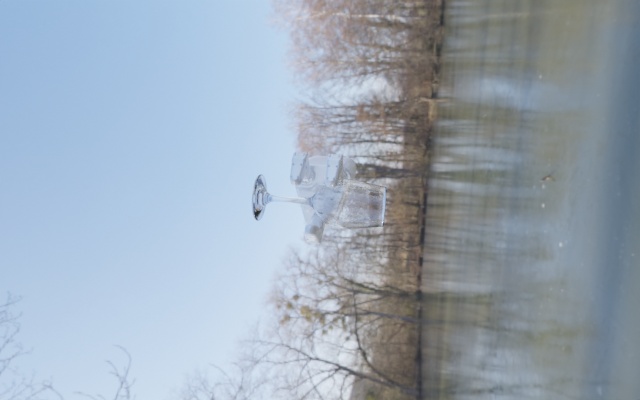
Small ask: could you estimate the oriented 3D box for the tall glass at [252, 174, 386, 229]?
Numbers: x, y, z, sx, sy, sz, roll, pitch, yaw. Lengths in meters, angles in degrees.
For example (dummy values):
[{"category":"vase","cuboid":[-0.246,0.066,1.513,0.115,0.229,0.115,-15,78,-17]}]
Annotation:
[{"category":"tall glass","cuboid":[-0.001,0.002,0.745,0.201,0.079,0.079,4,1,10]}]
